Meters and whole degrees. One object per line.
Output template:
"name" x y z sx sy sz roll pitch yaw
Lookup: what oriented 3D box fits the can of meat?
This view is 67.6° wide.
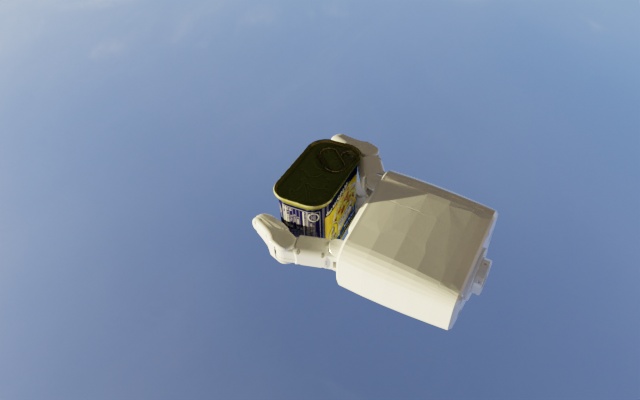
"can of meat" 0.000 0.002 0.482 0.057 0.084 0.102 17 45 20
